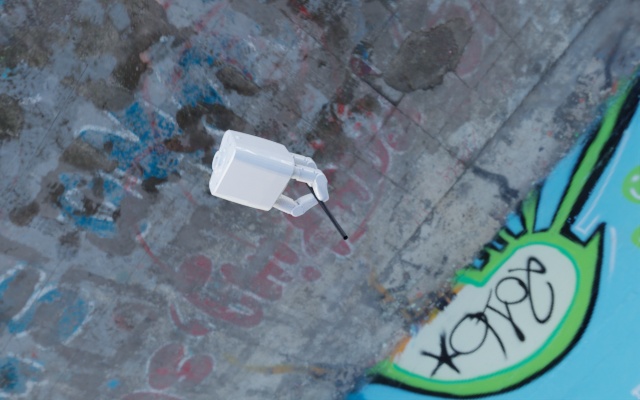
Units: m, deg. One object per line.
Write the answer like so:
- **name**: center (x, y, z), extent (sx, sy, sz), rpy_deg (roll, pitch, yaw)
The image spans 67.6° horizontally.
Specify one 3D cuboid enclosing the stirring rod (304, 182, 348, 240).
- **stirring rod**: center (0.000, 0.003, 0.841), extent (0.011, 0.011, 0.239), rpy_deg (0, 27, -22)
